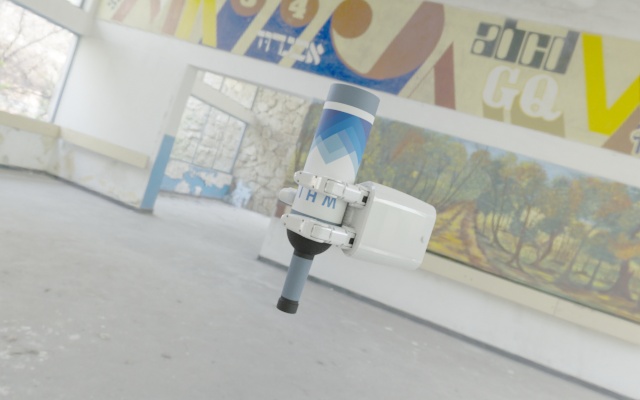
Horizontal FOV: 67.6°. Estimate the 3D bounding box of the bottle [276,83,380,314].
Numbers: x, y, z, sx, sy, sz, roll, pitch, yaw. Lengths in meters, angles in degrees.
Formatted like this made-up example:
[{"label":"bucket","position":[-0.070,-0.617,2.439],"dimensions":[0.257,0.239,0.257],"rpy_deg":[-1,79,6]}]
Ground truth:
[{"label":"bottle","position":[0.000,0.002,0.615],"dimensions":[0.069,0.296,0.069],"rpy_deg":[18,1,0]}]
